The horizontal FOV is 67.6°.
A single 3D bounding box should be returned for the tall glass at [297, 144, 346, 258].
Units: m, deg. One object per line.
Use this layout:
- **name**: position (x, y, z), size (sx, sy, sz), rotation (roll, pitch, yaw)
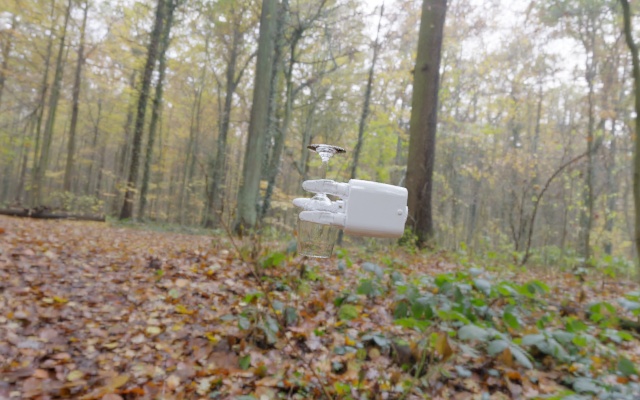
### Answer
- **tall glass**: position (0.000, 0.002, 0.882), size (0.079, 0.201, 0.079), rotation (7, -4, 1)
